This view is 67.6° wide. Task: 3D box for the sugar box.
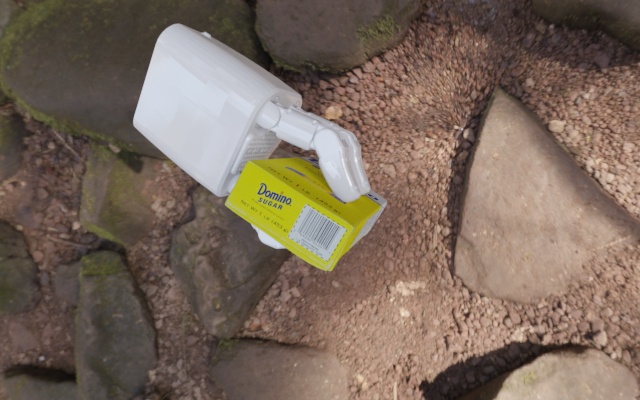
[{"bbox_3d":[0.000,0.001,0.418,0.093,0.048,0.176,33,16,9],"label":"sugar box"}]
